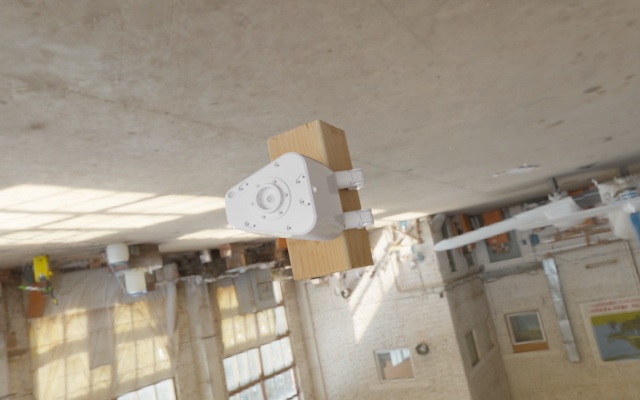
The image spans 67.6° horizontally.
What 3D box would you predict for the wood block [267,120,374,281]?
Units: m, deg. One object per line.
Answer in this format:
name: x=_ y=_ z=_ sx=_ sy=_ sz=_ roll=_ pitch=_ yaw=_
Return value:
wood block: x=0.000 y=0.002 z=0.687 sx=0.091 sy=0.206 sz=0.090 roll=-16 pitch=-11 yaw=26
